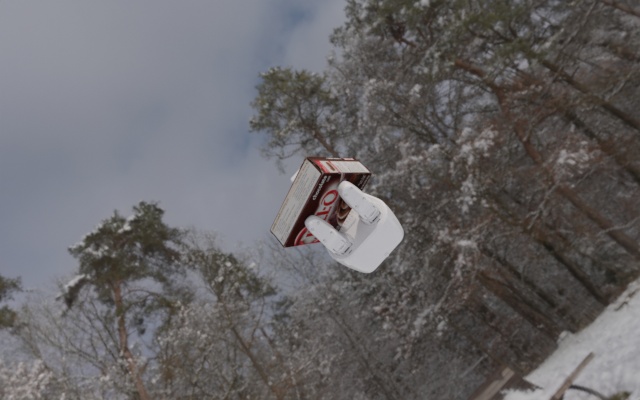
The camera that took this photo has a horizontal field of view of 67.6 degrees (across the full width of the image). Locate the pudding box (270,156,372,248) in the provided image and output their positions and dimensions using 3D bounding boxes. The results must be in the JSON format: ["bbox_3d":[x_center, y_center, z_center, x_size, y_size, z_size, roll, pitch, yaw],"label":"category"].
[{"bbox_3d":[0.000,0.002,0.579,0.090,0.113,0.039,-5,39,-47],"label":"pudding box"}]
